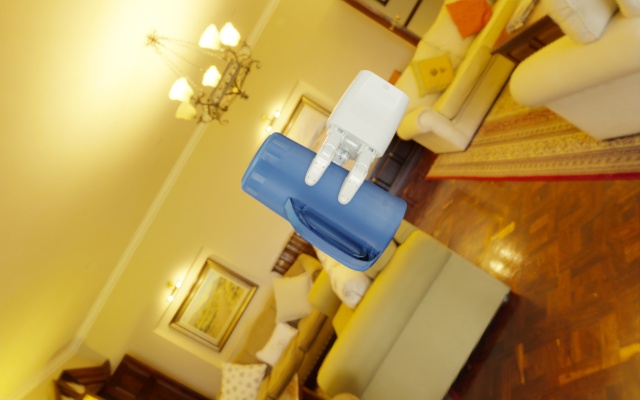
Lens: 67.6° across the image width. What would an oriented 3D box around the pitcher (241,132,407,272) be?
[{"bbox_3d":[0.000,0.002,0.743,0.243,0.145,0.149,31,-11,-4],"label":"pitcher"}]
